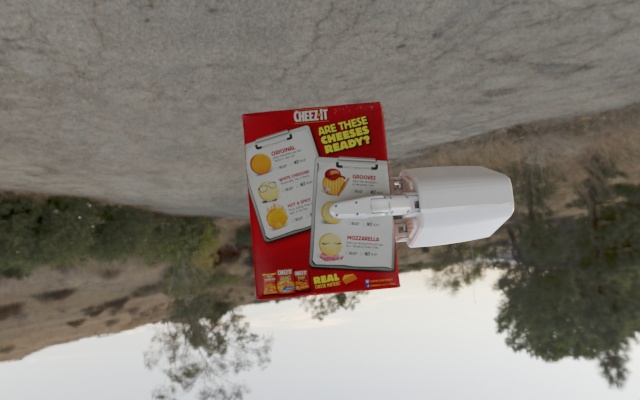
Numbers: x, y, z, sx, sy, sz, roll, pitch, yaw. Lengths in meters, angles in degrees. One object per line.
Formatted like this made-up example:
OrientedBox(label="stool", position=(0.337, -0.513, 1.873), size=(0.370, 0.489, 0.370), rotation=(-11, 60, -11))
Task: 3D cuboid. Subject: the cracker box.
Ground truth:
OrientedBox(label="cracker box", position=(0.000, 0.002, 0.568), size=(0.164, 0.213, 0.072), rotation=(-5, -5, -1))
